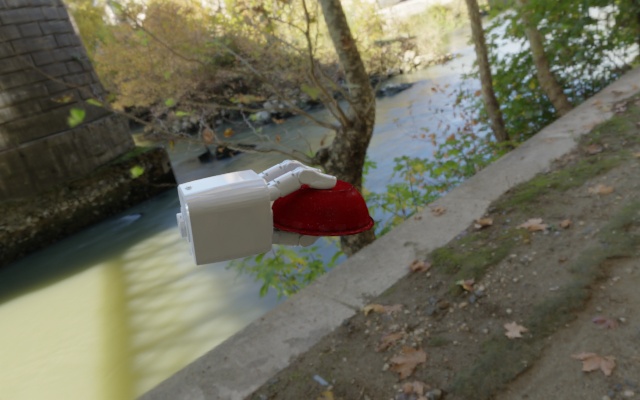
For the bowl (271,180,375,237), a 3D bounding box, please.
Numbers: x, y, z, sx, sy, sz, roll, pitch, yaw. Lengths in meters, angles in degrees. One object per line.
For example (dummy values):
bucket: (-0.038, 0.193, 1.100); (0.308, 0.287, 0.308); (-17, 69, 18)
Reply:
bowl: (0.001, 0.002, 0.696); (0.162, 0.055, 0.162); (3, 14, -1)
